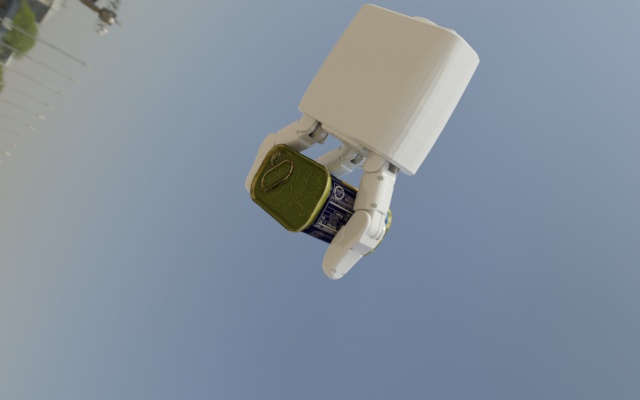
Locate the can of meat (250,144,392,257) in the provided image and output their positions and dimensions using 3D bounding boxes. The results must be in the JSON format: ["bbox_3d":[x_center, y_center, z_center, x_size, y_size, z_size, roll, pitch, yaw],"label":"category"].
[{"bbox_3d":[0.000,0.002,0.417,0.084,0.057,0.102,27,4,-38],"label":"can of meat"}]
